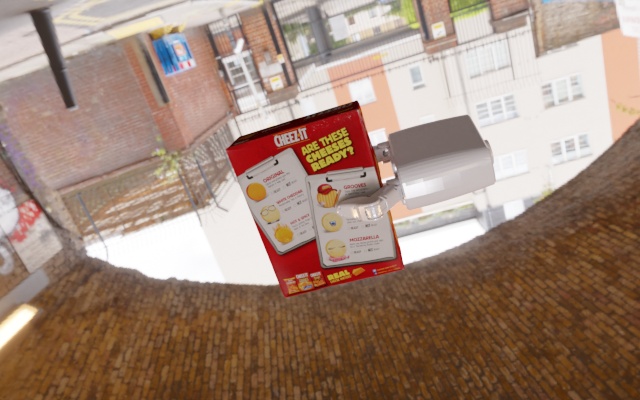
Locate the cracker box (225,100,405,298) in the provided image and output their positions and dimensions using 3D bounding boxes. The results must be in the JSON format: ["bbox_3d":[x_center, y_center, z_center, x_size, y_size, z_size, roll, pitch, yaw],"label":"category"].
[{"bbox_3d":[0.000,0.002,0.604,0.164,0.214,0.072,-15,20,10],"label":"cracker box"}]
